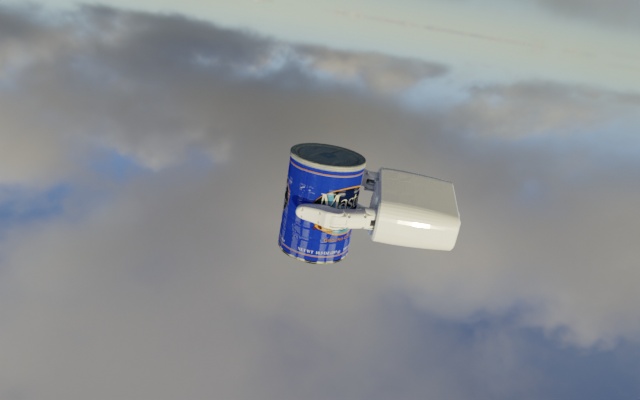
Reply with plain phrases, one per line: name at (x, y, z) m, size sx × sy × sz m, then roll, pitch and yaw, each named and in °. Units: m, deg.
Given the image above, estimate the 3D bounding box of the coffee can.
coffee can at (0.000, 0.002, 0.661) m, size 0.103 × 0.140 × 0.102 m, roll 8°, pitch 22°, yaw -3°
